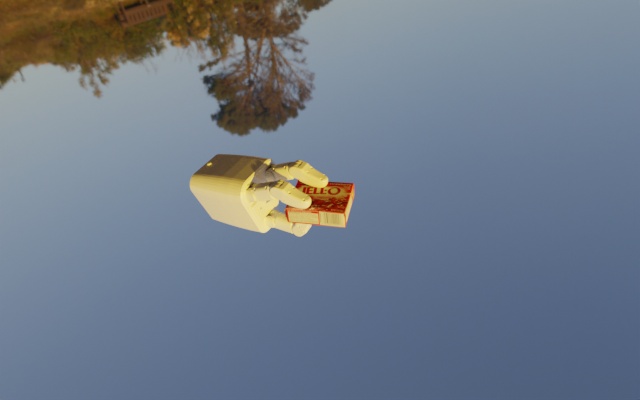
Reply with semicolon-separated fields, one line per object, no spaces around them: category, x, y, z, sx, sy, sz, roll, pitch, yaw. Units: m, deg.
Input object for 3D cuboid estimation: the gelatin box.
gelatin box;0.000;0.003;0.701;0.089;0.030;0.073;5;38;13
